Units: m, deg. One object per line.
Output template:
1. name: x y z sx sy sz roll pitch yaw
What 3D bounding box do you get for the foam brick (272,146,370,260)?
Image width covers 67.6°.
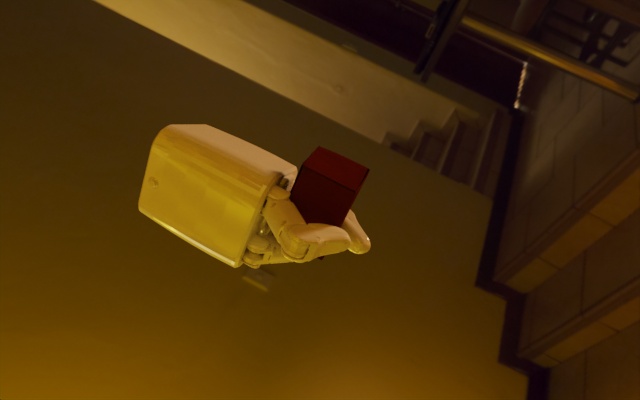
1. foam brick: 0.000 0.001 0.419 0.051 0.078 0.053 28 29 5
